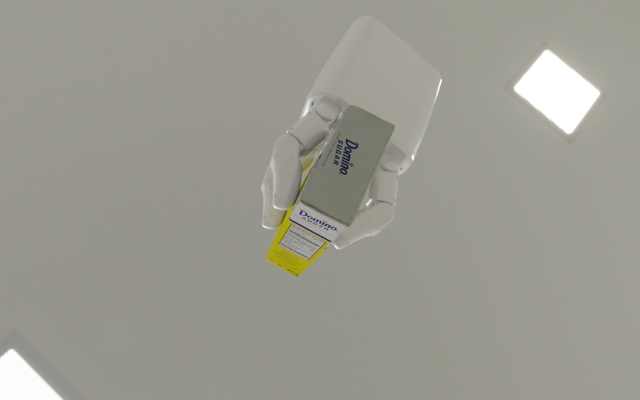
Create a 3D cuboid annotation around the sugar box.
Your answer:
[{"bbox_3d":[0.000,0.001,0.414,0.048,0.093,0.176,27,-25,-1],"label":"sugar box"}]
